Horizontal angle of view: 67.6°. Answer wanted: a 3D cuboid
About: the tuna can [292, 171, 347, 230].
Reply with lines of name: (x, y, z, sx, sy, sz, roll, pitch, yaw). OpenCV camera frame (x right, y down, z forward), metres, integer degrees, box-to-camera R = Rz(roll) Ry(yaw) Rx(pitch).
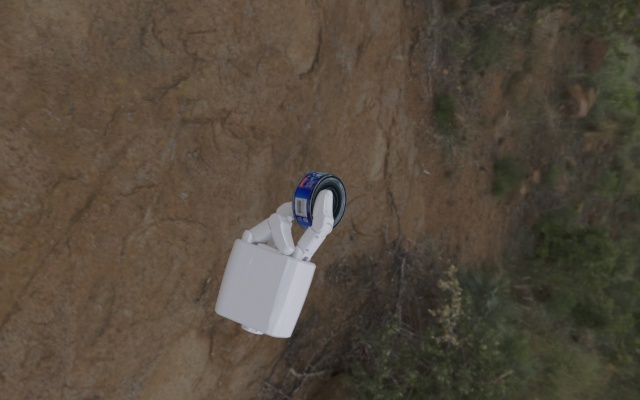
tuna can: (0.001, 0.002, 0.684, 0.034, 0.086, 0.086, 10, 6, 40)
